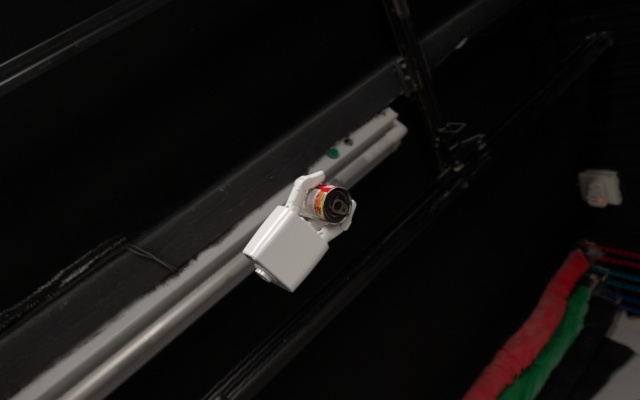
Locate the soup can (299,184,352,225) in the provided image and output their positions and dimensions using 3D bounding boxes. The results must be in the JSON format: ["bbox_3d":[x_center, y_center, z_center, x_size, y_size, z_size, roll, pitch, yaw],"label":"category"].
[{"bbox_3d":[0.000,0.002,0.879,0.068,0.068,0.102,0,8,-38],"label":"soup can"}]
